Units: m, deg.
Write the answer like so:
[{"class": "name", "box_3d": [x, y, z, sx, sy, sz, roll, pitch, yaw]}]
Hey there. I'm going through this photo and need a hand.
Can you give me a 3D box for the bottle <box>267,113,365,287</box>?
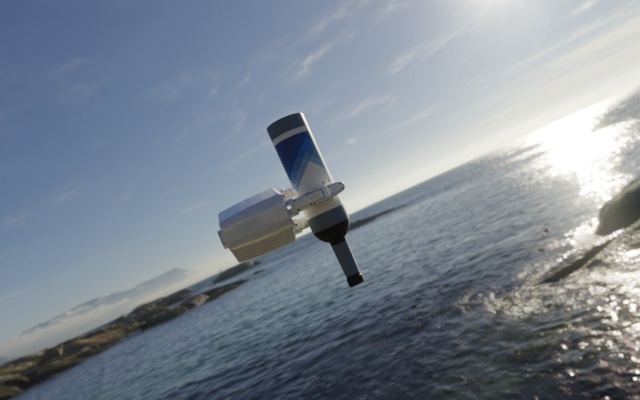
[{"class": "bottle", "box_3d": [0.000, 0.002, 0.789, 0.069, 0.295, 0.069, -24, -3, -1]}]
